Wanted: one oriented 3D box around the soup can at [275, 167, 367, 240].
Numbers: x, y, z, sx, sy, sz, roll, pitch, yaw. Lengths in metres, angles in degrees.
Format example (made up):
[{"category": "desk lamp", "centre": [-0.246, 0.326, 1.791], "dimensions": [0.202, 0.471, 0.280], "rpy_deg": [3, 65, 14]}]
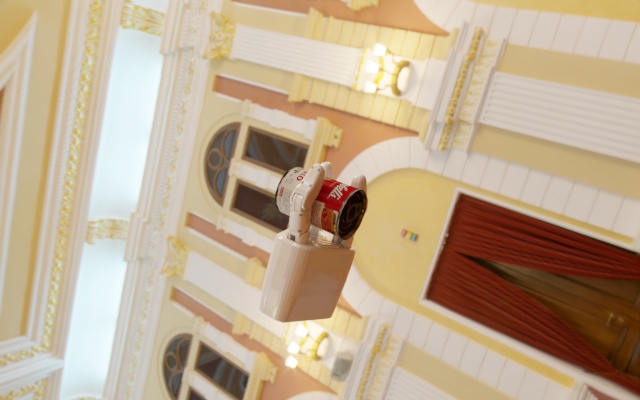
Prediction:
[{"category": "soup can", "centre": [0.000, 0.001, 0.624], "dimensions": [0.102, 0.068, 0.068], "rpy_deg": [22, 11, 29]}]
